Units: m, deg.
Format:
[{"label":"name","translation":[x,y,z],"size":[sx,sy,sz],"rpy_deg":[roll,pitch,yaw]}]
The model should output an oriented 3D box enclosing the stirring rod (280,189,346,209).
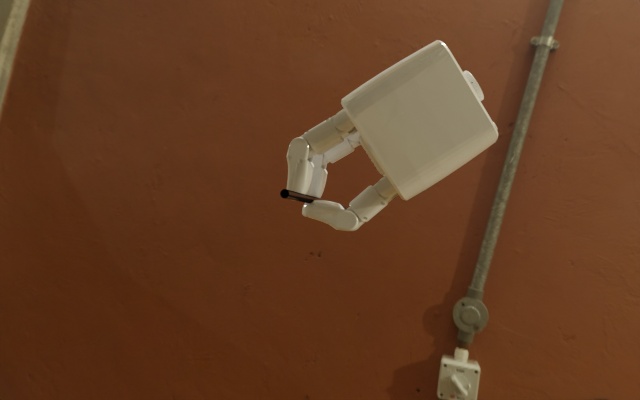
[{"label":"stirring rod","translation":[0.000,0.002,0.519],"size":[0.011,0.011,0.239],"rpy_deg":[0,-4,15]}]
